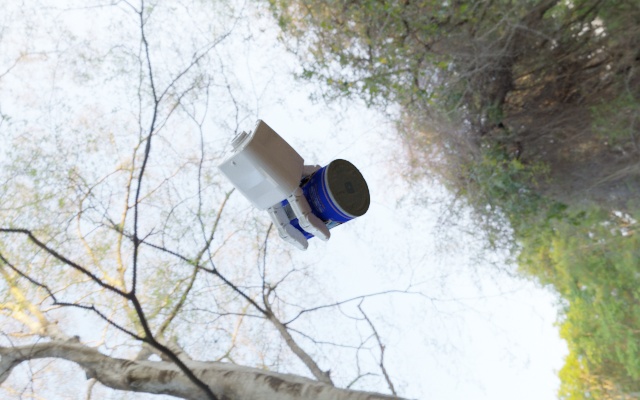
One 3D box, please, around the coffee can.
[{"bbox_3d":[0.000,0.003,0.817,0.140,0.102,0.103,-27,-18,39],"label":"coffee can"}]
